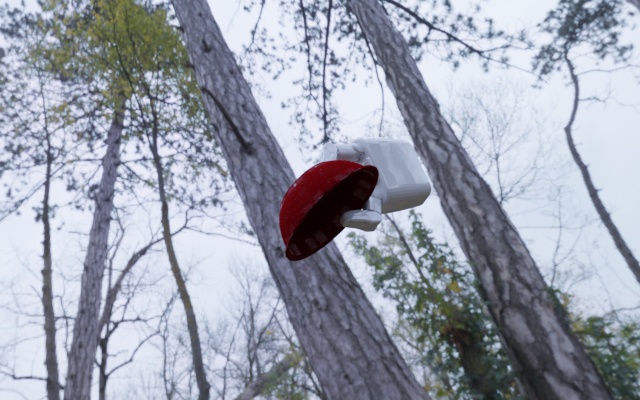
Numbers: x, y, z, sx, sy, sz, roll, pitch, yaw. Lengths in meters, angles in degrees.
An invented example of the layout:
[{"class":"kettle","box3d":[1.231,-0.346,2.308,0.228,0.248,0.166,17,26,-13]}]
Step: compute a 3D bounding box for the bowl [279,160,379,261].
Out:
[{"class":"bowl","box3d":[-0.001,0.002,0.614,0.055,0.162,0.162,44,17,19]}]
